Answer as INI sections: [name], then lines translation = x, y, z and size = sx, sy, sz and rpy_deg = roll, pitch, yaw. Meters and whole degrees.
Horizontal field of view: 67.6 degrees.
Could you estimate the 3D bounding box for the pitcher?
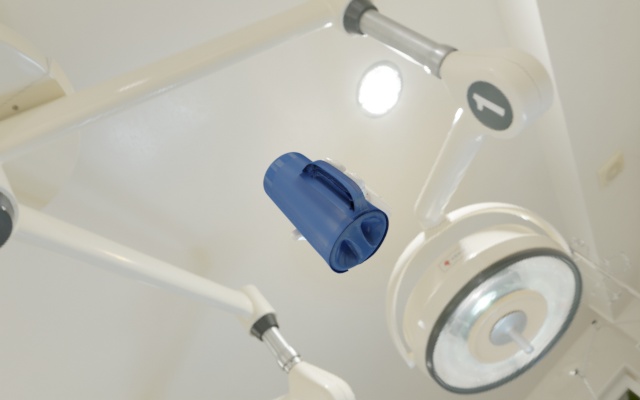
[pitcher]
translation = 0.000, 0.003, 0.872
size = 0.242, 0.149, 0.145
rpy_deg = 42, 11, 36
